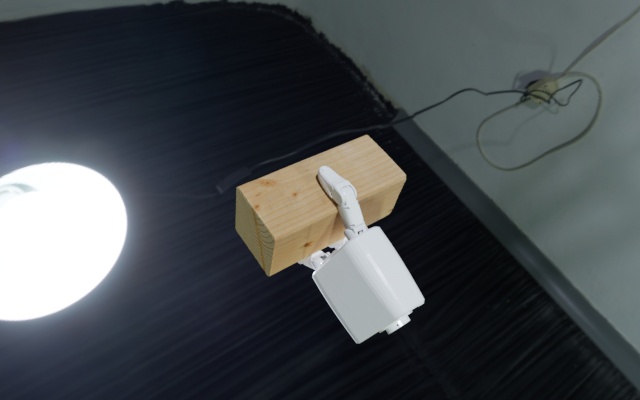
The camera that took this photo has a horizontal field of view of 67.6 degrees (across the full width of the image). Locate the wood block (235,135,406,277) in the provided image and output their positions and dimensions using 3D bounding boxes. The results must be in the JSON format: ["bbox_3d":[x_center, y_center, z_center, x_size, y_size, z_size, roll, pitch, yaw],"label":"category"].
[{"bbox_3d":[0.000,0.002,0.634,0.206,0.090,0.091,-25,-29,-27],"label":"wood block"}]
